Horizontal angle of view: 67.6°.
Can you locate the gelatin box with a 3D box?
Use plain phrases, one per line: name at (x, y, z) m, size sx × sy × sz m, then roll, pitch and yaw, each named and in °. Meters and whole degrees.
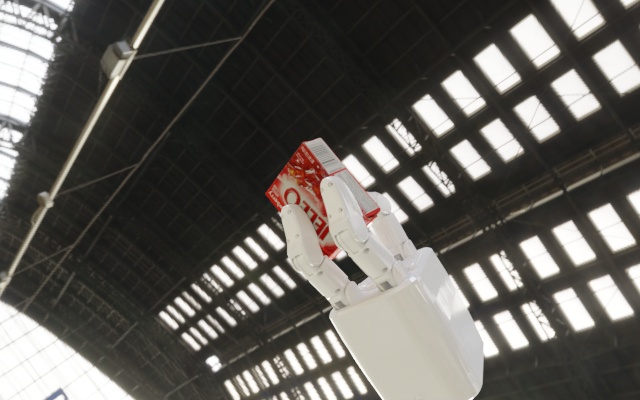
gelatin box at (0.000, 0.001, 0.429) m, size 0.030 × 0.089 × 0.073 m, roll -23°, pitch -21°, yaw -49°
